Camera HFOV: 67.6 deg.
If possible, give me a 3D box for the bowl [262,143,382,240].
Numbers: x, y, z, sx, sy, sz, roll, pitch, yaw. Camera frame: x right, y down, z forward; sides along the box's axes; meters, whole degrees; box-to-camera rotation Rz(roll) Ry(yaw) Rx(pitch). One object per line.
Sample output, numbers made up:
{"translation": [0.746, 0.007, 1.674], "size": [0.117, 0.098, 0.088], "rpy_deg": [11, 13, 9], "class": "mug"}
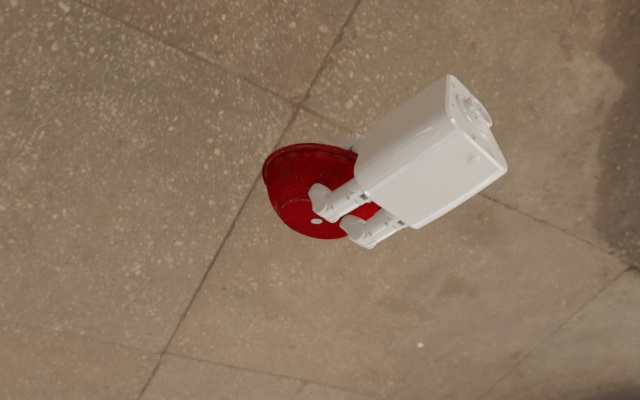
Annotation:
{"translation": [-0.001, 0.003, 0.585], "size": [0.162, 0.055, 0.162], "rpy_deg": [10, -32, 6], "class": "bowl"}
